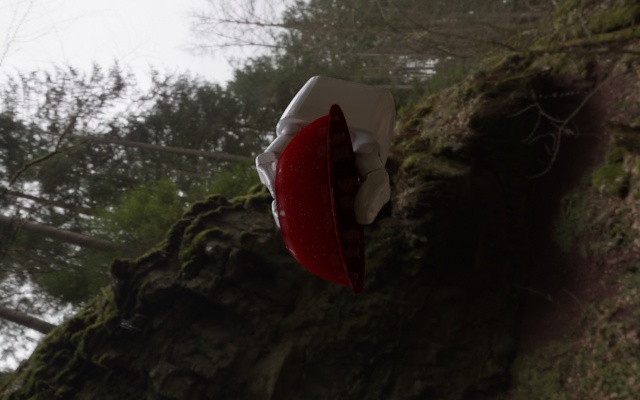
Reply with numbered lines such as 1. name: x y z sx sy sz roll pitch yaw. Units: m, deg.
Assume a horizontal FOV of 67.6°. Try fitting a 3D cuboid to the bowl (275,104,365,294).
1. bowl: -0.001 0.002 0.412 0.055 0.162 0.162 -7 -1 10
